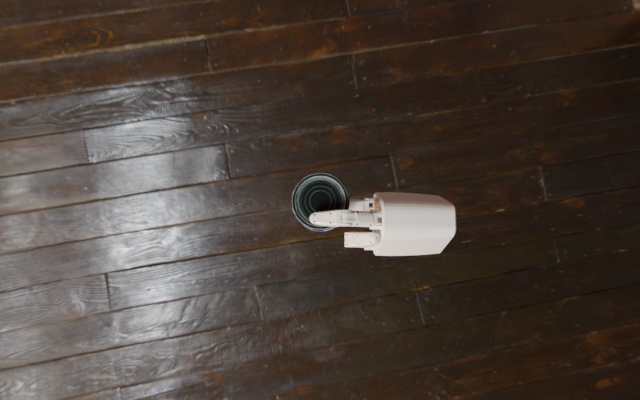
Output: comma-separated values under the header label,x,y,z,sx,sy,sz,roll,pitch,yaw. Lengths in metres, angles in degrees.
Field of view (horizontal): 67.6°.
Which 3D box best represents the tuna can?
label,x,y,z,sx,sy,sz,roll,pitch,yaw
tuna can,0.000,0.002,0.697,0.086,0.086,0.034,0,-5,1
